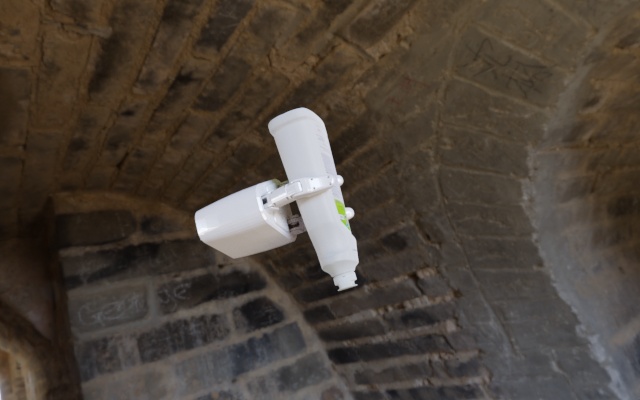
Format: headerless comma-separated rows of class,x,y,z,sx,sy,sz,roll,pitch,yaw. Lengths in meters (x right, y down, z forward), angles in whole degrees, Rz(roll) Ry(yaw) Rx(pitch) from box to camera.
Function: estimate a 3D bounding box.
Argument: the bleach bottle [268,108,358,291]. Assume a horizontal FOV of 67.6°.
bleach bottle,0.000,0.002,0.677,0.068,0.250,0.102,-20,-14,17
